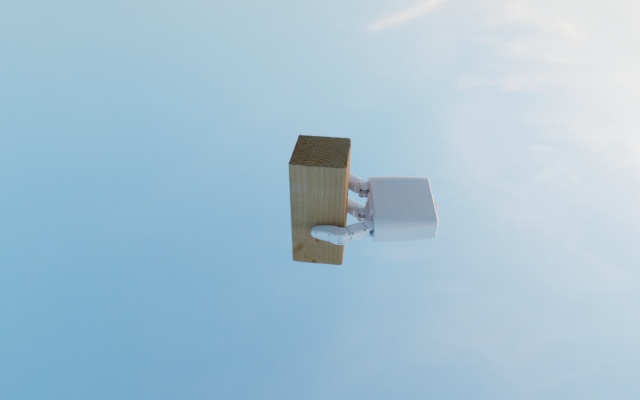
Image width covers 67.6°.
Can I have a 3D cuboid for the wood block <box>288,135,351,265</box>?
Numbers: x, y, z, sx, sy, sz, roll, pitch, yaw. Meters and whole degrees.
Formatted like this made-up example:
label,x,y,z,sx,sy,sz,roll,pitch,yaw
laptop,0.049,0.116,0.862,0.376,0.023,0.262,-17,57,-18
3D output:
label,x,y,z,sx,sy,sz,roll,pitch,yaw
wood block,0.000,0.003,0.808,0.090,0.206,0.090,5,38,6
